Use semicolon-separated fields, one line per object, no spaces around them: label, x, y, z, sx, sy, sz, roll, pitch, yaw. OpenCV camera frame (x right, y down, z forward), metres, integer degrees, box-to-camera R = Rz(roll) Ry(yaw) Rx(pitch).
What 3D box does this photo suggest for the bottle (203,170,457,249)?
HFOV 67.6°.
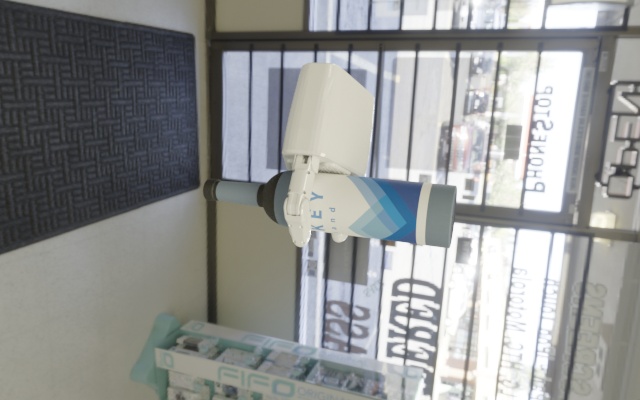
bottle;0.000;0.002;0.545;0.295;0.069;0.069;6;2;19
